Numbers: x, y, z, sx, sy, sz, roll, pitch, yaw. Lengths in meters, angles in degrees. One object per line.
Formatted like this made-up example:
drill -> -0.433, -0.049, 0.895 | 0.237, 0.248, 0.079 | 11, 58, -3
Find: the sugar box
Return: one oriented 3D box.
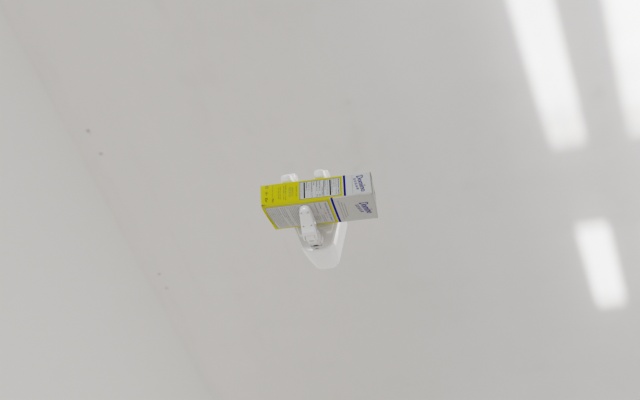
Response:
sugar box -> 0.000, 0.002, 0.768 | 0.176, 0.048, 0.093 | -9, -27, 7
